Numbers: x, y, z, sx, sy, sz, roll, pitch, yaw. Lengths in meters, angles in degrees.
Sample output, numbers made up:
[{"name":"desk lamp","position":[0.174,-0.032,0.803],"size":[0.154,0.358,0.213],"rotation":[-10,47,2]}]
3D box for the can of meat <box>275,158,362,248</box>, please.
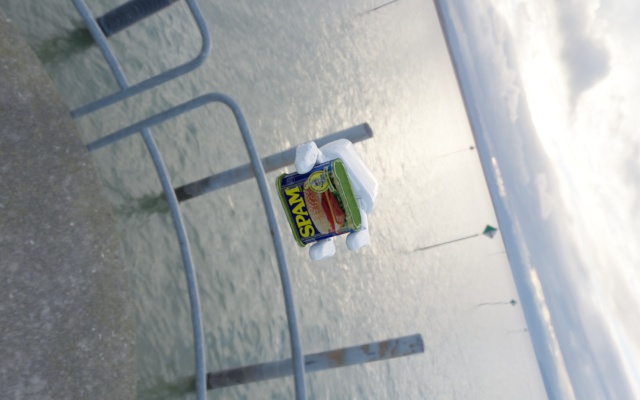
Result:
[{"name":"can of meat","position":[0.000,0.002,0.629],"size":[0.084,0.102,0.057],"rotation":[-16,10,19]}]
